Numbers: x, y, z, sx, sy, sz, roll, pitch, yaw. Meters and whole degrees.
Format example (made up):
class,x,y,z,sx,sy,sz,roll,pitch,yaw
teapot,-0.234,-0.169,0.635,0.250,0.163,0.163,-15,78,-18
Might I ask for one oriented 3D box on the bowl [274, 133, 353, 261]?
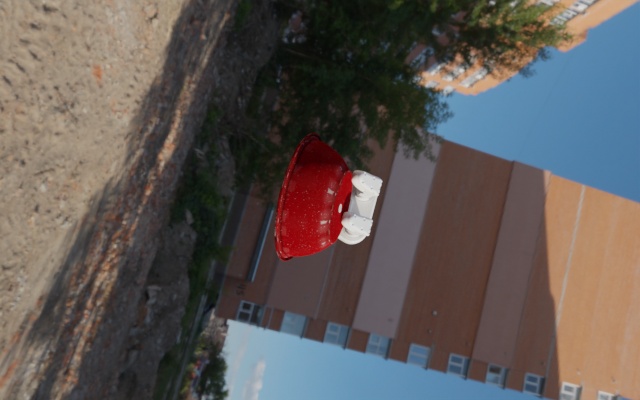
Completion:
class,x,y,z,sx,sy,sz,roll,pitch,yaw
bowl,0.000,0.002,0.582,0.055,0.162,0.162,14,3,15
